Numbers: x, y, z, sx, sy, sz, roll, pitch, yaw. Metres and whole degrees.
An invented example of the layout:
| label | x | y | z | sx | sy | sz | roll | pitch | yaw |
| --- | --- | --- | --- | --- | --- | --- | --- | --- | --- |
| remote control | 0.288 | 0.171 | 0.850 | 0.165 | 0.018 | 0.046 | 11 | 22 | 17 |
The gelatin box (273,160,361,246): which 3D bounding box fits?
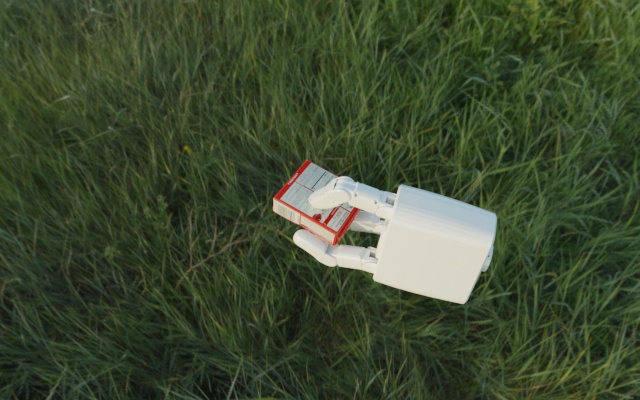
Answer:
| label | x | y | z | sx | sy | sz | roll | pitch | yaw |
| --- | --- | --- | --- | --- | --- | --- | --- | --- | --- |
| gelatin box | 0.000 | 0.001 | 0.563 | 0.089 | 0.073 | 0.030 | 29 | -34 | 13 |
